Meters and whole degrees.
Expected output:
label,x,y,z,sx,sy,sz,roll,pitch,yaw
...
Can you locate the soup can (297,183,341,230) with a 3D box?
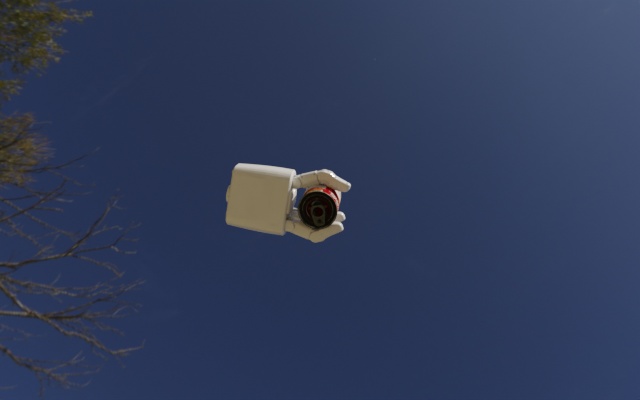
label,x,y,z,sx,sy,sz,roll,pitch,yaw
soup can,0.001,0.003,0.846,0.068,0.068,0.102,0,16,6
